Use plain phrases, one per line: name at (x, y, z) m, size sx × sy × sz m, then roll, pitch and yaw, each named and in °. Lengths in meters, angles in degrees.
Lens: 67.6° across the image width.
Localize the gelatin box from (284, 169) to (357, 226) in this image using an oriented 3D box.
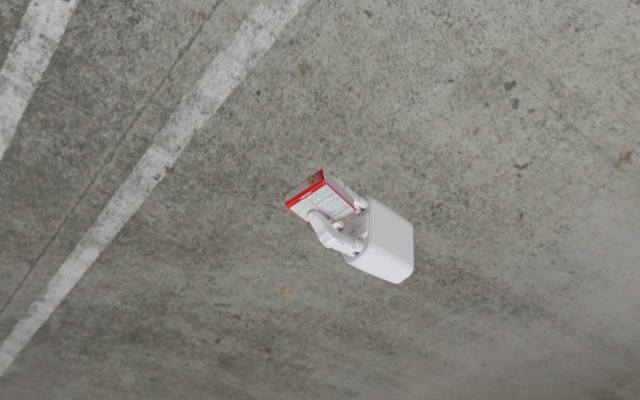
gelatin box at (0.000, 0.003, 0.722) m, size 0.073 × 0.030 × 0.089 m, roll -32°, pitch -47°, yaw 21°
